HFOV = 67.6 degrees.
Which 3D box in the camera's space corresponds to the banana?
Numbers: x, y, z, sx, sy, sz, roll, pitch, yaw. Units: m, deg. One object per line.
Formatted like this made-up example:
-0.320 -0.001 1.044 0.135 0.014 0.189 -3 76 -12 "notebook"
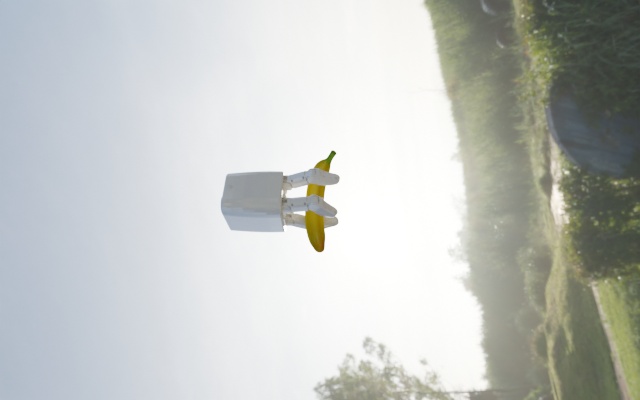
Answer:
-0.006 0.005 0.892 0.037 0.197 0.070 11 -19 -17 "banana"
